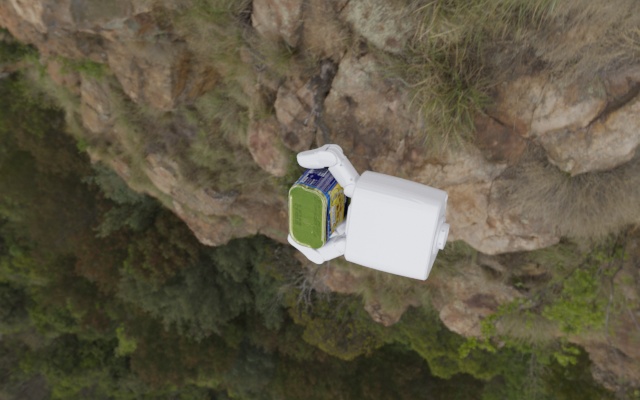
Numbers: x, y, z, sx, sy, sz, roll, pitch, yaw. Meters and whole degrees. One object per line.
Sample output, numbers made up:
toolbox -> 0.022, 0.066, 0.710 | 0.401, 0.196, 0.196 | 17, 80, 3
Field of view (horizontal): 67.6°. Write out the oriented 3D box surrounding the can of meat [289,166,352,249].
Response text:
can of meat -> 0.000, 0.002, 0.629 | 0.057, 0.102, 0.084 | 16, 39, 19
